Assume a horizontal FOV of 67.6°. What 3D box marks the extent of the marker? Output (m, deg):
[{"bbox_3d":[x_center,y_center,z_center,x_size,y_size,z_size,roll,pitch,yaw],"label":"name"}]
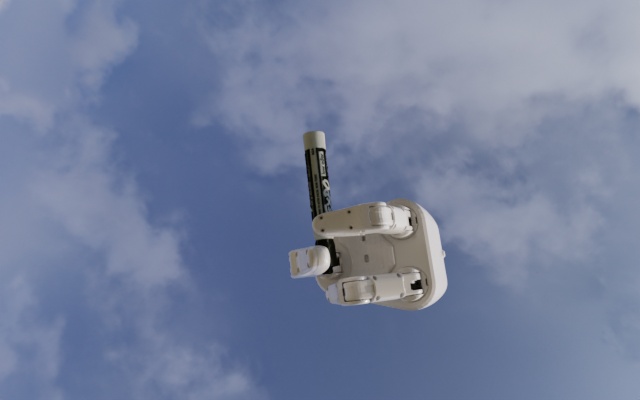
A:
[{"bbox_3d":[0.000,0.001,0.403,0.020,0.121,0.020,-6,-11,-1],"label":"marker"}]
